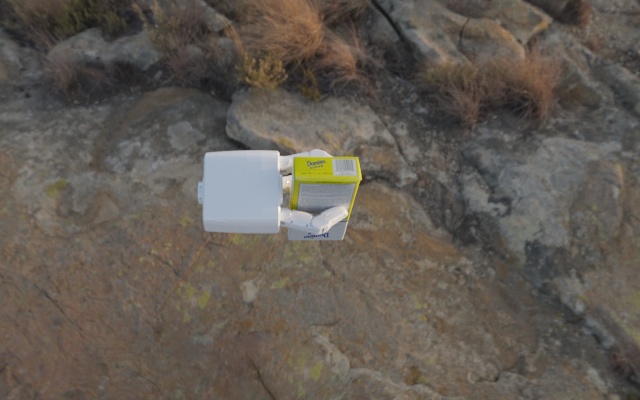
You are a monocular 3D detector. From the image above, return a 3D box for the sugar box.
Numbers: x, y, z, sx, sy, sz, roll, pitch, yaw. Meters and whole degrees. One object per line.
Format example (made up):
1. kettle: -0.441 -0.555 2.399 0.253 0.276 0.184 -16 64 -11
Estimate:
1. sugar box: 0.000 0.002 0.720 0.093 0.048 0.176 1 -30 -7
